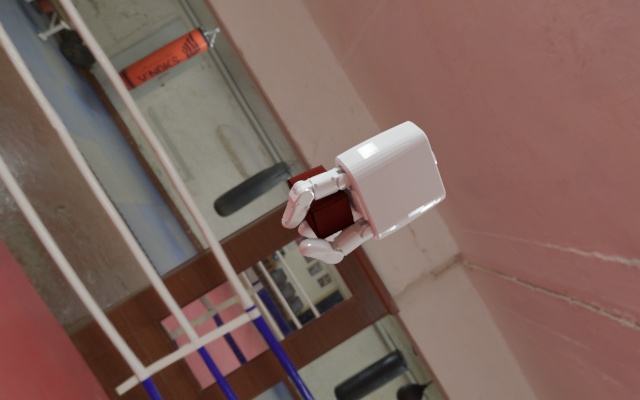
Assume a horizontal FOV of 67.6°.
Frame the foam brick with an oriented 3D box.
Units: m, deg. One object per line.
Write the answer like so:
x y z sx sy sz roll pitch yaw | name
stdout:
0.000 0.002 0.608 0.051 0.053 0.078 -27 43 -9 | foam brick
